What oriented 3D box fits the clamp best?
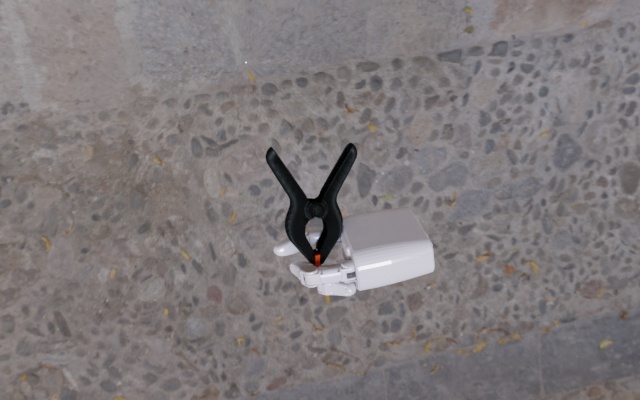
[{"bbox_3d":[0.000,0.002,0.638,0.120,0.171,0.039,-11,17,-5],"label":"clamp"}]
